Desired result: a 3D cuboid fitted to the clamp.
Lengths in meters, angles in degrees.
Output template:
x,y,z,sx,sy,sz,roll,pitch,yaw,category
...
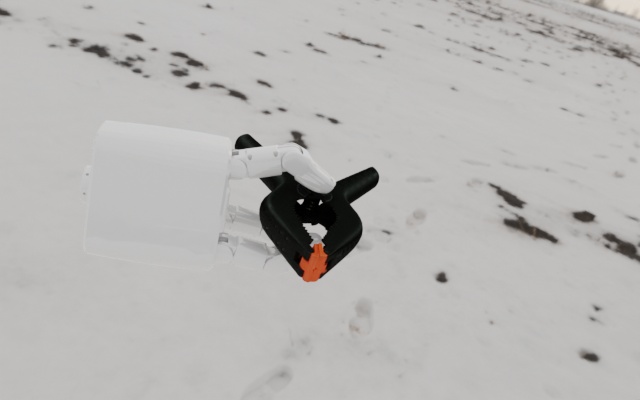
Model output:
x,y,z,sx,sy,sz,roll,pitch,yaw,category
0.000,0.001,0.459,0.164,0.036,0.209,9,30,-16,clamp
